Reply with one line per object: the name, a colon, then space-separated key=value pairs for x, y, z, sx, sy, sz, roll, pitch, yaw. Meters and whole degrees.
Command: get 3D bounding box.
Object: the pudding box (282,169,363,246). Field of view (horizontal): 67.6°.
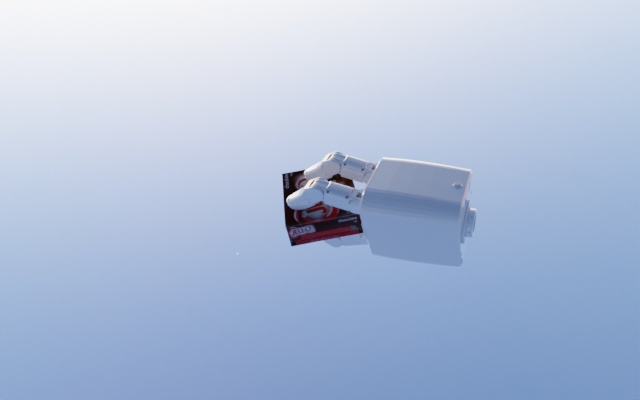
pudding box: x=0.000 y=0.002 z=0.598 sx=0.090 sy=0.039 sz=0.113 roll=-10 pitch=36 yaw=0
